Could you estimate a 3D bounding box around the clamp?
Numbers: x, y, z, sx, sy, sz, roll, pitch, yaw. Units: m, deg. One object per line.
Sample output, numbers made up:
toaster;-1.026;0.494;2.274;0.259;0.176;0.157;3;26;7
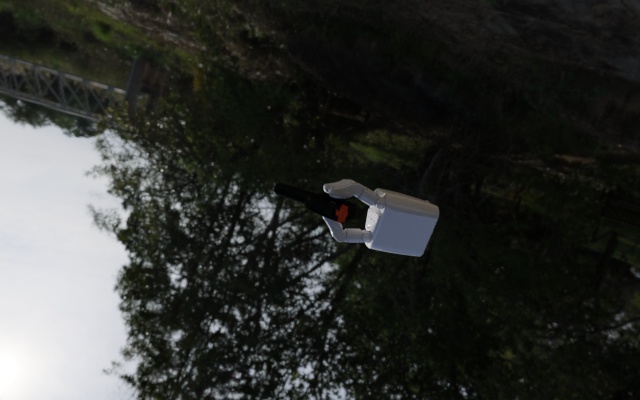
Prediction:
clamp;0.000;0.004;0.876;0.164;0.036;0.210;9;8;-10
